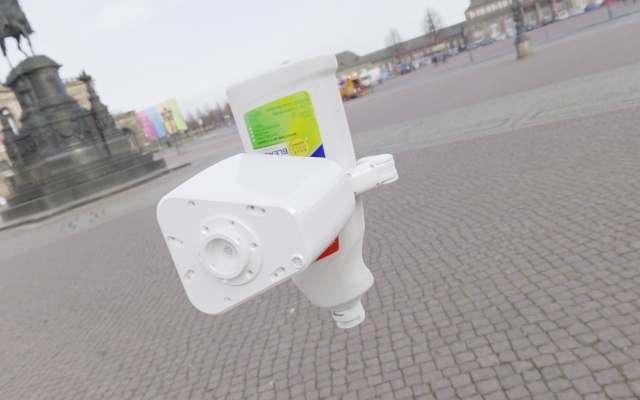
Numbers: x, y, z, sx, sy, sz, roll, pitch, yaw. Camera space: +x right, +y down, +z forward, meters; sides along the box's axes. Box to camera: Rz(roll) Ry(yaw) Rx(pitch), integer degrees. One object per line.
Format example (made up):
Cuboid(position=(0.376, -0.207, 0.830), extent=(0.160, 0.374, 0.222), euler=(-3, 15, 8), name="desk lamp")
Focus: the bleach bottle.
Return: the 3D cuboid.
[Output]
Cuboid(position=(0.000, 0.001, 0.445), extent=(0.102, 0.251, 0.068), euler=(-13, 13, 21), name="bleach bottle")
